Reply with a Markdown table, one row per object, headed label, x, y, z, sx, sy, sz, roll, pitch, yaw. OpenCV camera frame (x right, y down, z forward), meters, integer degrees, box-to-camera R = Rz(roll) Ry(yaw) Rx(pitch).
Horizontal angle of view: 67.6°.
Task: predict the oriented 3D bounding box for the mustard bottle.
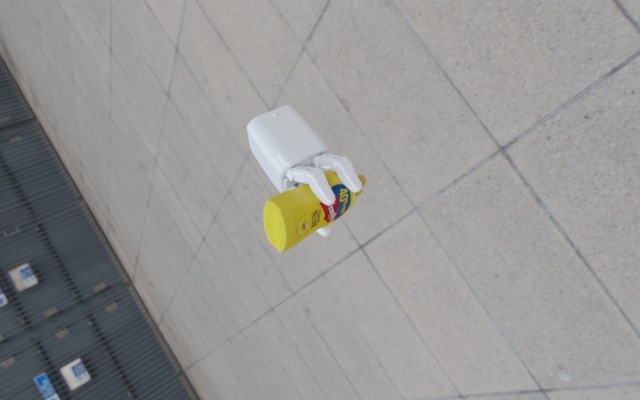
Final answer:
| label | x | y | z | sx | sy | sz | roll | pitch | yaw |
| --- | --- | --- | --- | --- | --- | --- | --- | --- | --- |
| mustard bottle | 0.000 | 0.003 | 0.769 | 0.191 | 0.096 | 0.058 | -29 | 48 | -31 |
